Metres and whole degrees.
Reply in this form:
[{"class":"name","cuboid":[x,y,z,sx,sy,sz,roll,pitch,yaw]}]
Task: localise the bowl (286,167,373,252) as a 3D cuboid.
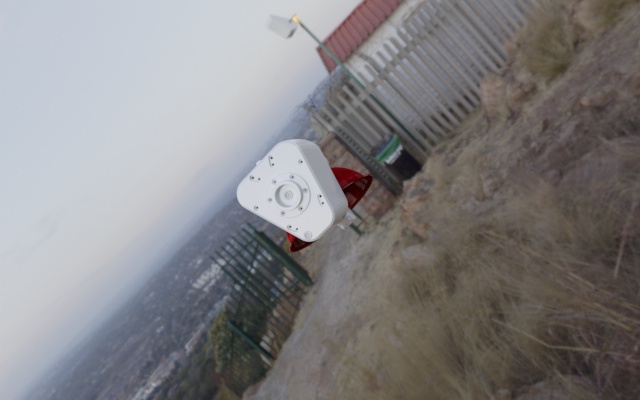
[{"class":"bowl","cuboid":[0.000,0.002,0.704,0.162,0.055,0.162,-39,-15,-12]}]
